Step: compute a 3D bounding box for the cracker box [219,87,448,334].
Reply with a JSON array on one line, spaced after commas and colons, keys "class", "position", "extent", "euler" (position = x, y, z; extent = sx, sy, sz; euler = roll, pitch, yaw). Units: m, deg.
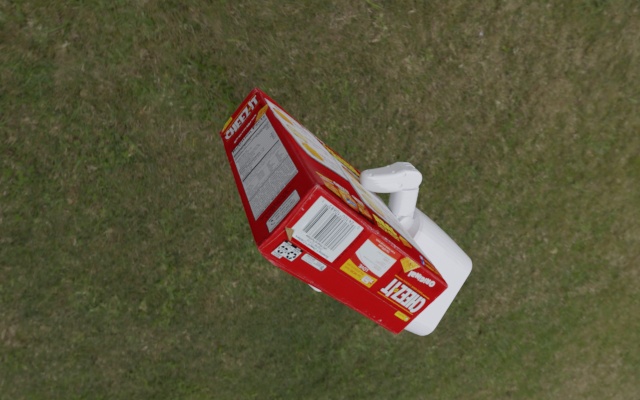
[{"class": "cracker box", "position": [0.000, 0.001, 0.439], "extent": [0.164, 0.072, 0.213], "euler": [36, 13, -33]}]
